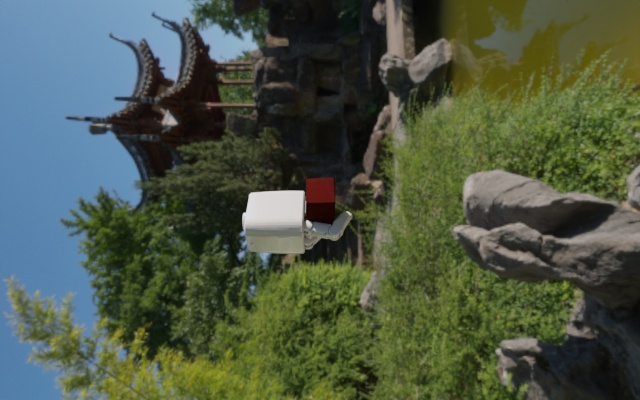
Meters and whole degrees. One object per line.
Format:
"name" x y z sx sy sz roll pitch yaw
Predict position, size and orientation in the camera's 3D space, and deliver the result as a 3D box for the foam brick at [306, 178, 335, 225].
"foam brick" 0.000 0.003 0.848 0.051 0.053 0.078 0 -33 0
